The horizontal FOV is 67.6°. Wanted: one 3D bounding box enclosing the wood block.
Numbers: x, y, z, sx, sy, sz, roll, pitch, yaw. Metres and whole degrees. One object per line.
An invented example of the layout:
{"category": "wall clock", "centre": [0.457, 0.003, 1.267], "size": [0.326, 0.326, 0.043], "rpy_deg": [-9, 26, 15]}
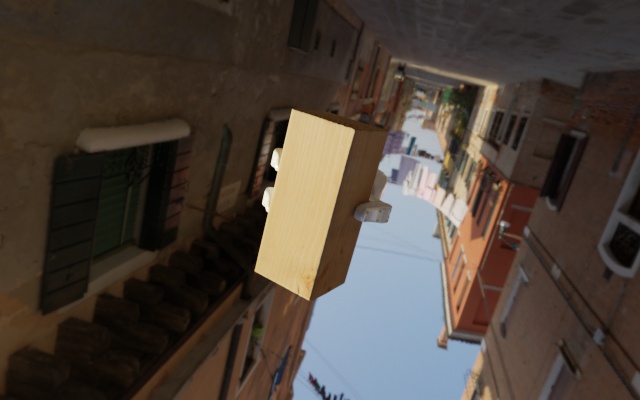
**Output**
{"category": "wood block", "centre": [0.001, 0.002, 0.584], "size": [0.091, 0.206, 0.090], "rpy_deg": [22, 17, 27]}
